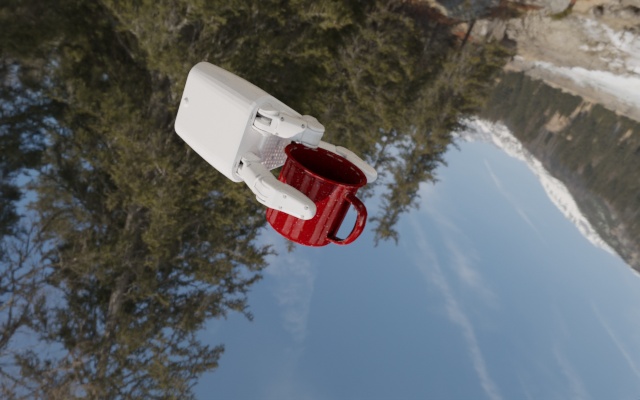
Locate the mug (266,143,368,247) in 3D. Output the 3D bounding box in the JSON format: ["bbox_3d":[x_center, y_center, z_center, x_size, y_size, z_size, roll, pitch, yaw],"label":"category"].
[{"bbox_3d":[0.001,0.003,0.506,0.117,0.081,0.093,37,26,28],"label":"mug"}]
